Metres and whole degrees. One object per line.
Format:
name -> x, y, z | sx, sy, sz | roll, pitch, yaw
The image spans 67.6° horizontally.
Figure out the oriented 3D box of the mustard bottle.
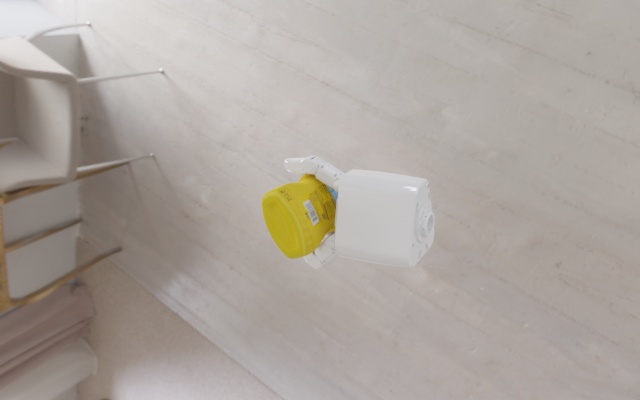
mustard bottle -> 0.000, 0.002, 0.686 | 0.058, 0.096, 0.191 | -21, 7, 37
